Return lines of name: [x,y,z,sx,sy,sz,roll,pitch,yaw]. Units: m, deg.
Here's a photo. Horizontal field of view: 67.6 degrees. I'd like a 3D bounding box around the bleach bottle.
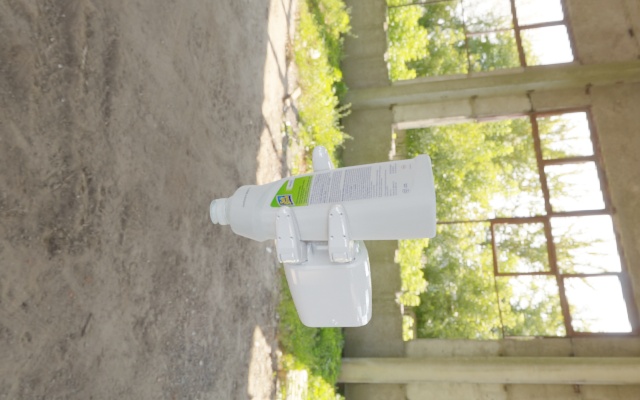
bleach bottle: [0.000,0.002,0.544,0.251,0.068,0.102,-3,34,10]
